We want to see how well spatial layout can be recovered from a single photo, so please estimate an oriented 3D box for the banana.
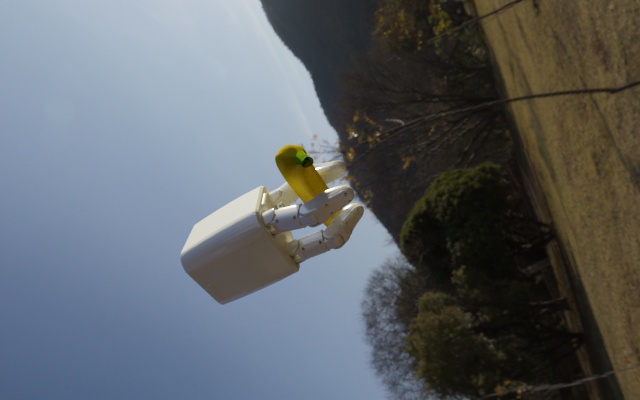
[{"bbox_3d":[-0.010,-0.013,0.554,0.037,0.069,0.198,-35,-30,0],"label":"banana"}]
